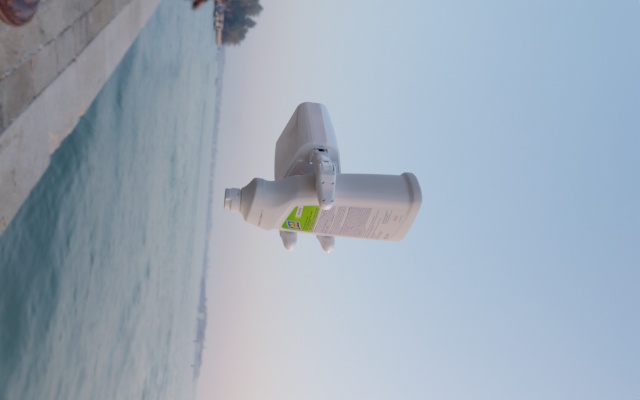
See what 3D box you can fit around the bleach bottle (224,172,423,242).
[{"bbox_3d":[0.000,0.002,0.637,0.251,0.068,0.103,5,-46,-13],"label":"bleach bottle"}]
